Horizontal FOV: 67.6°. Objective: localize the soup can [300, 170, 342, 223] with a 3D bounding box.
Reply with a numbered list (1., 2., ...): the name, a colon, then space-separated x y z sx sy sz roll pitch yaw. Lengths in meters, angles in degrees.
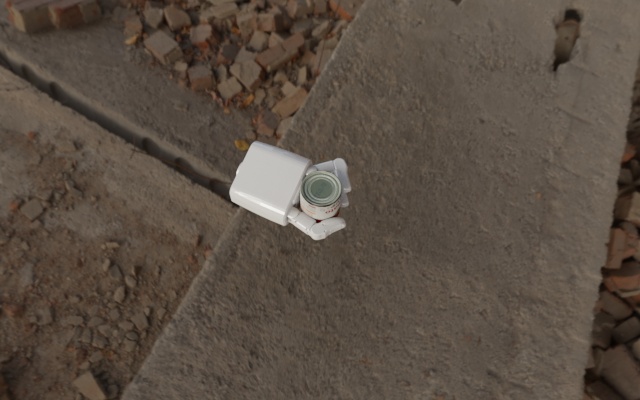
1. soup can: 0.001 0.003 0.796 0.068 0.068 0.102 0 -28 -2
